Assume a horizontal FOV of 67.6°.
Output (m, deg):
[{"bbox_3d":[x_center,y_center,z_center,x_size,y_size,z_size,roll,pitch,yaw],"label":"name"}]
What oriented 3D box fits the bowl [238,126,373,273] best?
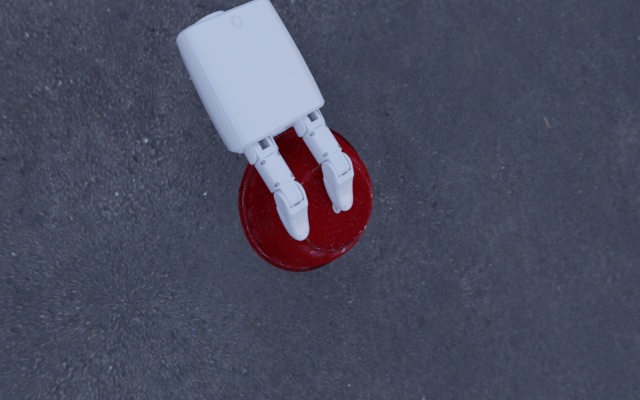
[{"bbox_3d":[0.001,0.003,0.495,0.162,0.162,0.055,0,8,-33],"label":"bowl"}]
